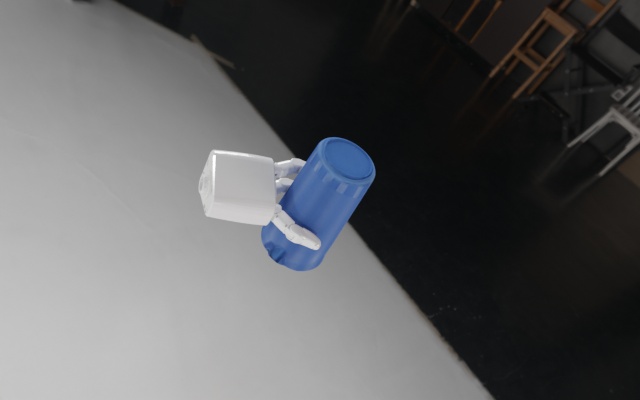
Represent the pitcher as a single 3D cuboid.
[{"bbox_3d":[0.000,0.003,0.857,0.145,0.149,0.243,10,-44,-25],"label":"pitcher"}]
